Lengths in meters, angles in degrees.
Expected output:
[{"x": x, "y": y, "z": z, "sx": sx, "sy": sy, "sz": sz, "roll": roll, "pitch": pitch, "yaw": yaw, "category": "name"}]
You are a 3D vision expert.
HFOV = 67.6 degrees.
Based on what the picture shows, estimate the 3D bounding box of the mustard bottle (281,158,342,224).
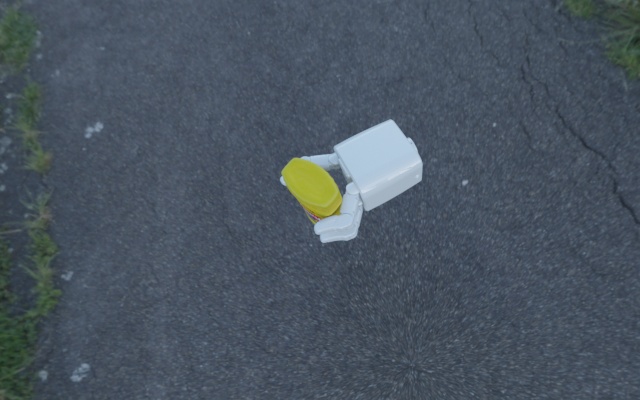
[{"x": 0.000, "y": 0.003, "z": 0.779, "sx": 0.096, "sy": 0.058, "sz": 0.192, "roll": 37, "pitch": -9, "yaw": 20, "category": "mustard bottle"}]
